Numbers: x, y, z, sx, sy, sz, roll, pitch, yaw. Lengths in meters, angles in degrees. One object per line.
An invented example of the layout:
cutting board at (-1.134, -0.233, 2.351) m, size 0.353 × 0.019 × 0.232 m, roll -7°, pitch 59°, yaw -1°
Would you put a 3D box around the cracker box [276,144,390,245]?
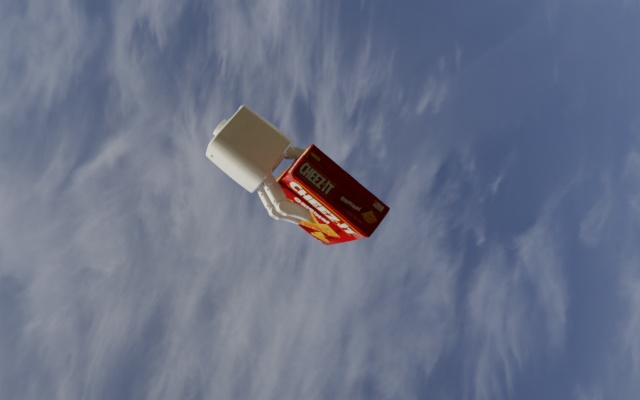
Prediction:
cracker box at (0.000, 0.003, 0.840) m, size 0.164 × 0.072 × 0.214 m, roll 39°, pitch -17°, yaw -8°
